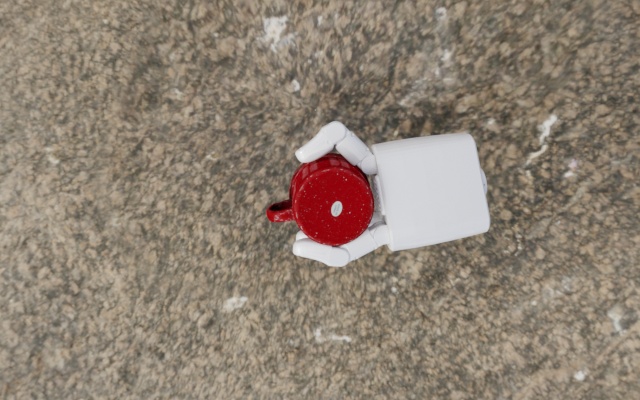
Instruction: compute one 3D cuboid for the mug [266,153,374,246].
[{"bbox_3d":[-0.001,0.002,0.503,0.117,0.093,0.081,-11,11,0],"label":"mug"}]
